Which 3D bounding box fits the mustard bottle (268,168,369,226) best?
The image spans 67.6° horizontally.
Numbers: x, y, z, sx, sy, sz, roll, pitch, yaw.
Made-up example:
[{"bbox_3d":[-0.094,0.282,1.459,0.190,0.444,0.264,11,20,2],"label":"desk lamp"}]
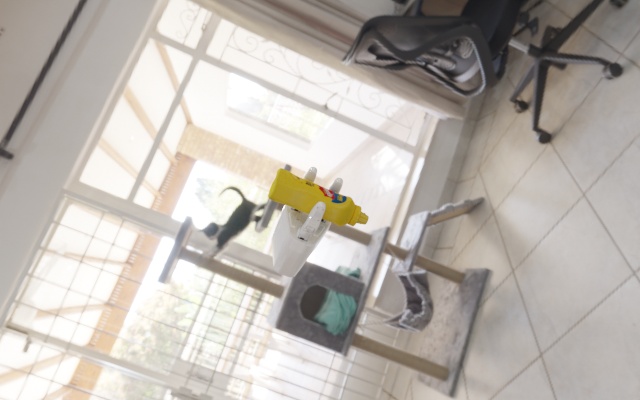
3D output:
[{"bbox_3d":[0.000,0.003,0.890,0.191,0.058,0.096,23,13,-8],"label":"mustard bottle"}]
